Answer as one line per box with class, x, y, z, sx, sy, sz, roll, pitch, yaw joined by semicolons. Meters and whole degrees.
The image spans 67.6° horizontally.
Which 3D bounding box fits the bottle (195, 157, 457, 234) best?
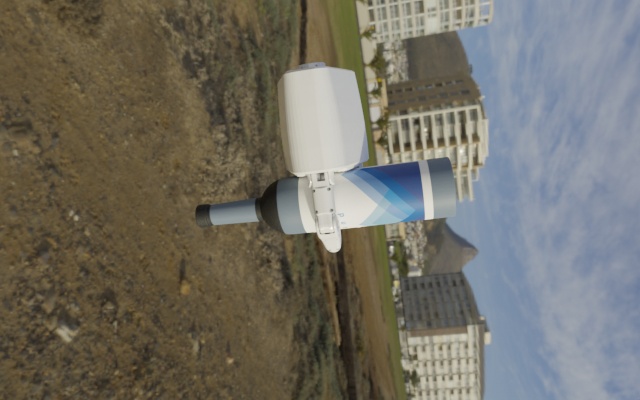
bottle;0.000;0.002;0.549;0.296;0.069;0.069;-7;-1;9
